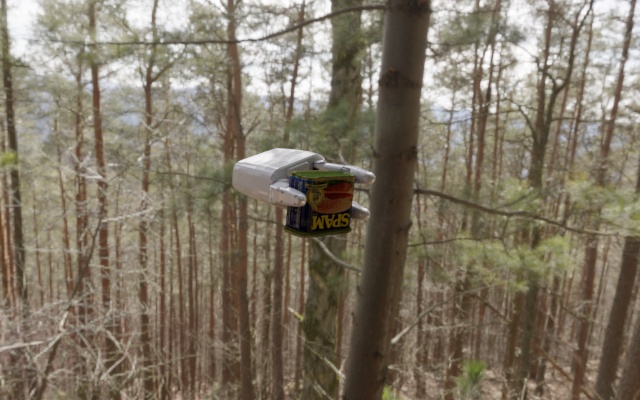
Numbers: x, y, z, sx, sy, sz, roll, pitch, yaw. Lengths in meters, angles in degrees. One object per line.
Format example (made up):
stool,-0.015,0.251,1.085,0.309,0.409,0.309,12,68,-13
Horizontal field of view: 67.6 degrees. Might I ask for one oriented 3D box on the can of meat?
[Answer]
can of meat,0.000,0.002,0.677,0.102,0.084,0.057,-4,14,-39
